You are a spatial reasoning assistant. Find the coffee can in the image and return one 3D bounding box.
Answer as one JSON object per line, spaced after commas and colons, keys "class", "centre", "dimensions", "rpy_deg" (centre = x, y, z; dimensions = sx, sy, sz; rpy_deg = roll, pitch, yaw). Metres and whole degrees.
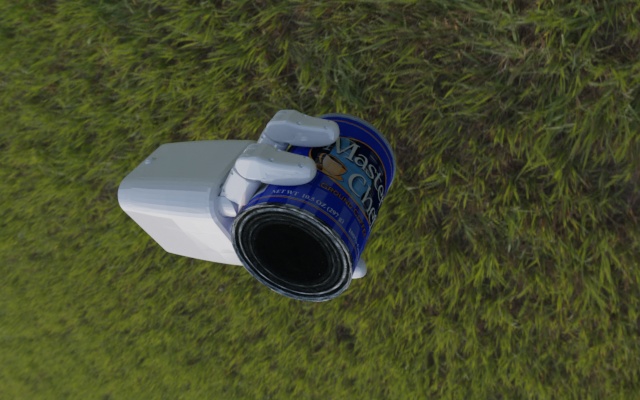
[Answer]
{"class": "coffee can", "centre": [0.000, 0.001, 0.419], "dimensions": [0.103, 0.103, 0.140], "rpy_deg": [0, 37, 25]}
